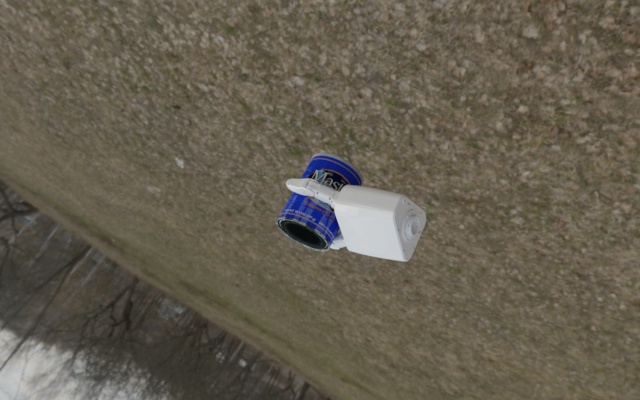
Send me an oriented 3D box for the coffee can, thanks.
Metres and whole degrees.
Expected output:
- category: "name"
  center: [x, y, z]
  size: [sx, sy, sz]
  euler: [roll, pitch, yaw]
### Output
- category: "coffee can"
  center: [0.000, 0.003, 0.829]
  size: [0.103, 0.140, 0.103]
  euler: [24, -23, 11]
